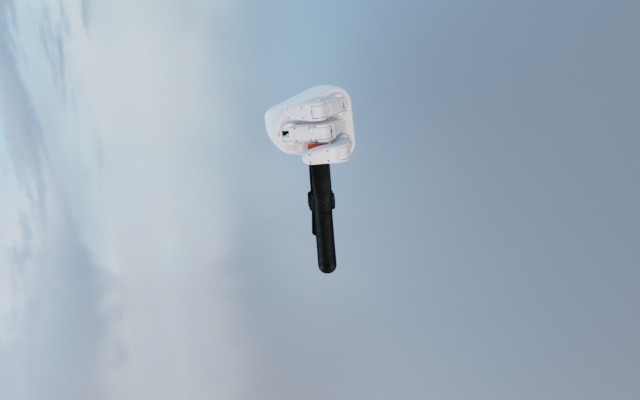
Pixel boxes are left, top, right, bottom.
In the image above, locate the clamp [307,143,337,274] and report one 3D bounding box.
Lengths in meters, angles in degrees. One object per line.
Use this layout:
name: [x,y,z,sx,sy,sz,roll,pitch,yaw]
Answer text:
clamp: [0.000,0.002,0.664,0.039,0.171,0.120,-4,15,-11]
